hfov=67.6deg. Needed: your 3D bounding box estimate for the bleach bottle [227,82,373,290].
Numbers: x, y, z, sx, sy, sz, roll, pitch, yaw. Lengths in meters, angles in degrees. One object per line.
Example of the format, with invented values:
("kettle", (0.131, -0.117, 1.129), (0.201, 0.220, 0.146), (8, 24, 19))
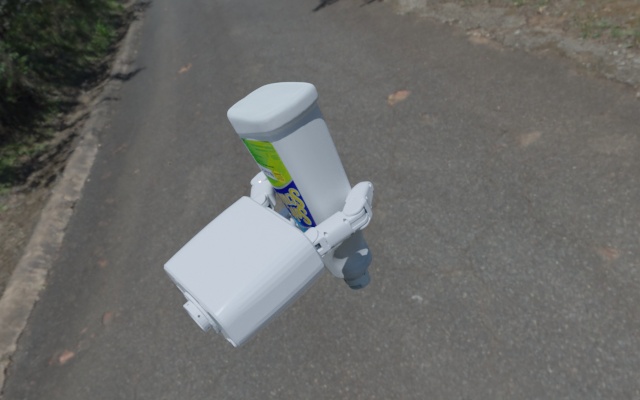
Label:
("bleach bottle", (0.000, 0.002, 0.505), (0.068, 0.251, 0.102), (-40, 31, -21))
